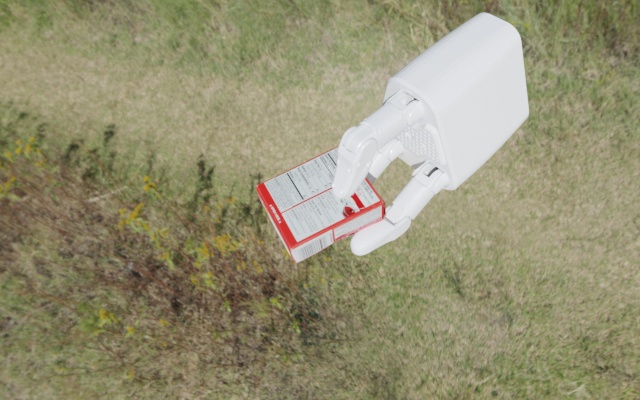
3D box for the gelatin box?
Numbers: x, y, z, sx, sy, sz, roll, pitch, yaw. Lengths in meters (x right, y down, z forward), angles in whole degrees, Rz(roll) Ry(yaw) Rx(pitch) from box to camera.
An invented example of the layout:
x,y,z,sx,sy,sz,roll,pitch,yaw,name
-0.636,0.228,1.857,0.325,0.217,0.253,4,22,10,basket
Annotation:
x,y,z,sx,sy,sz,roll,pitch,yaw,name
0.000,0.001,0.409,0.089,0.073,0.030,-26,-33,-10,gelatin box
